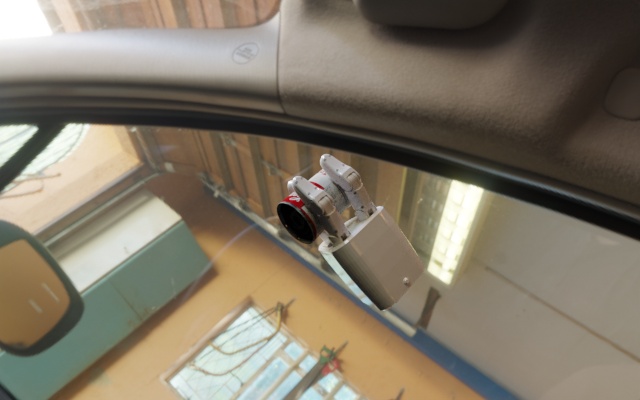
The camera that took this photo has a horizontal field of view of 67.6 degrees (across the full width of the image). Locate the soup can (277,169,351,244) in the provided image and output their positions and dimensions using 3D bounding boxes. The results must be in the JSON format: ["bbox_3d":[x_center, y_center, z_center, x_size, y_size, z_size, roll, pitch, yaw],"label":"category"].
[{"bbox_3d":[0.000,0.002,0.651,0.102,0.068,0.068,-40,22,-28],"label":"soup can"}]
